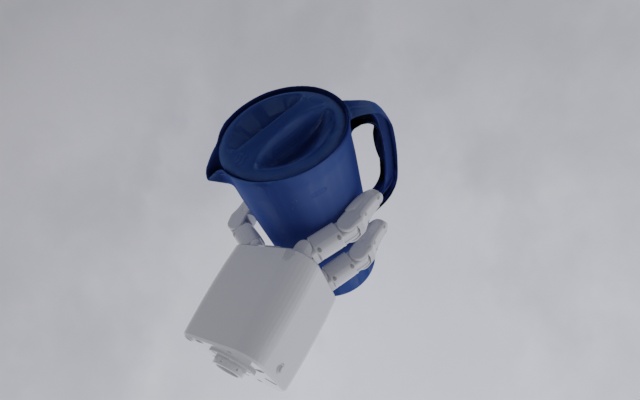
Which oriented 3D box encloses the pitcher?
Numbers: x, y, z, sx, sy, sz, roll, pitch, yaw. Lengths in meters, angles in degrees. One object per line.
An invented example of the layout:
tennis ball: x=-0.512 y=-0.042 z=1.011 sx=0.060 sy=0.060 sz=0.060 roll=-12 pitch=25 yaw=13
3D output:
pitcher: x=0.000 y=0.002 z=0.533 sx=0.149 sy=0.145 sz=0.243 roll=14 pitch=-33 yaw=28
